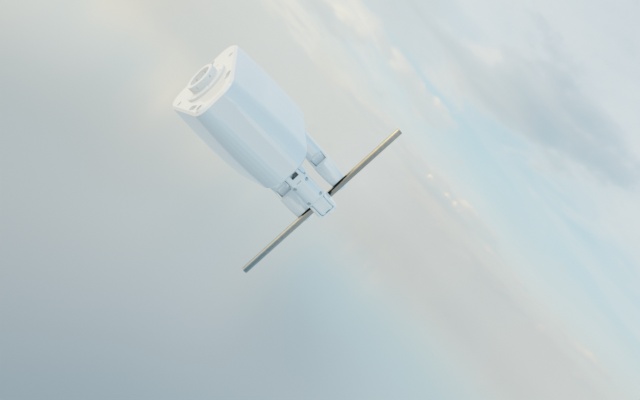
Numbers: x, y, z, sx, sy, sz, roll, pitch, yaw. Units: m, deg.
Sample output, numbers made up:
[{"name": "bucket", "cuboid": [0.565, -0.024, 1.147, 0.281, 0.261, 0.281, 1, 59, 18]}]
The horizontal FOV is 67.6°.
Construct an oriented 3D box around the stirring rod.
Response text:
[{"name": "stirring rod", "cuboid": [0.000, 0.002, 0.547, 0.239, 0.011, 0.011, -42, -5, 5]}]
